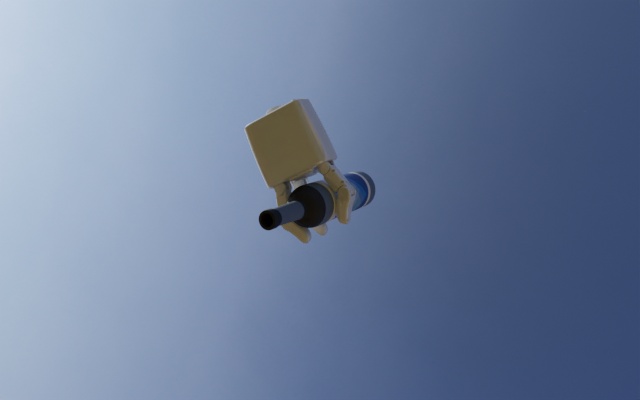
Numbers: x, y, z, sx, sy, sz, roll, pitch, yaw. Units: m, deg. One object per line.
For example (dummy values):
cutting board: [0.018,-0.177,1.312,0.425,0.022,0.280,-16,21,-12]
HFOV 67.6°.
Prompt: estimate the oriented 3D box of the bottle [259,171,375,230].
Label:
bottle: [0.000,0.002,0.750,0.069,0.069,0.295,0,9,29]
